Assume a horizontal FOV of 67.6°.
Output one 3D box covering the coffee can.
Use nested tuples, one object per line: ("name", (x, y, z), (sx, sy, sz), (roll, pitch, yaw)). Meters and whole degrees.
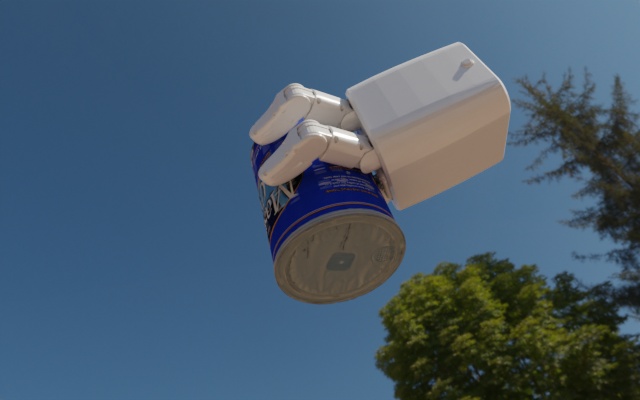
("coffee can", (0.000, 0.002, 0.409), (0.103, 0.103, 0.140), (0, 42, -18))
